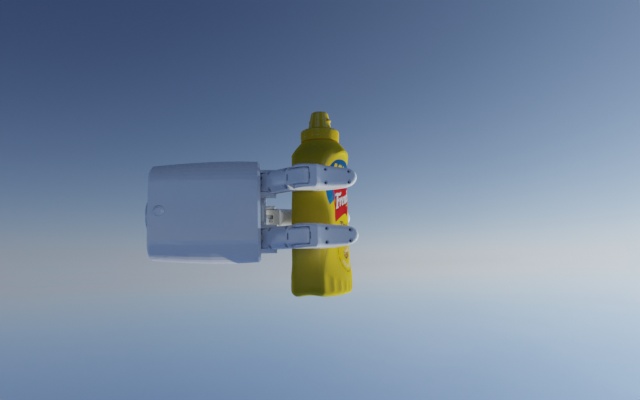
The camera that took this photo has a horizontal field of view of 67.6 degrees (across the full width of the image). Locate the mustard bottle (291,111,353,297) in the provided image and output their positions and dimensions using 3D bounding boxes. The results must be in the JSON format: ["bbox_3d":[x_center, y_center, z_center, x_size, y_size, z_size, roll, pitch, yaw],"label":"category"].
[{"bbox_3d":[0.000,0.002,0.500,0.058,0.191,0.096,-4,-8,19],"label":"mustard bottle"}]
